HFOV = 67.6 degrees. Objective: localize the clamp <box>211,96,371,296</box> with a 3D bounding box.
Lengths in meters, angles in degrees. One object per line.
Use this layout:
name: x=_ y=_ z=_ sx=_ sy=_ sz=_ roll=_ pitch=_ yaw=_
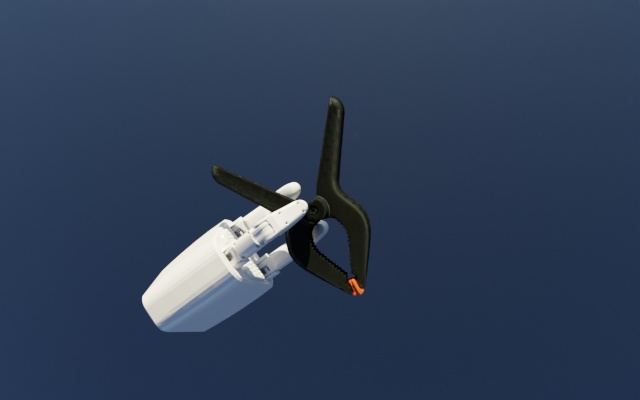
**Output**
clamp: x=0.000 y=0.002 z=0.519 sx=0.164 sy=0.210 sz=0.036 roll=-36 pitch=-6 yaw=6
